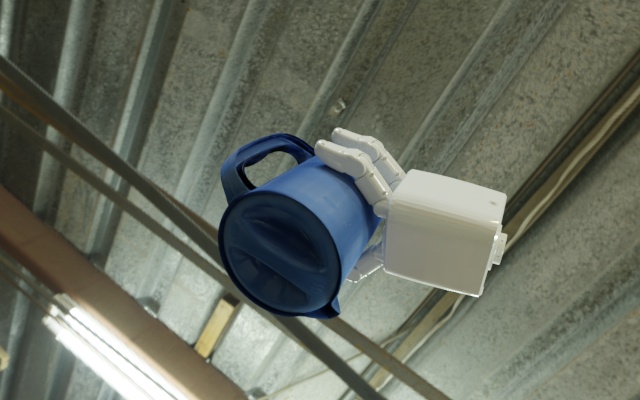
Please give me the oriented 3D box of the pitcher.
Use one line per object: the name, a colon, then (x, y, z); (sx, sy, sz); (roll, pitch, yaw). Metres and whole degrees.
pitcher: (0.000, 0.002, 0.537); (0.145, 0.149, 0.242); (15, 28, 20)
